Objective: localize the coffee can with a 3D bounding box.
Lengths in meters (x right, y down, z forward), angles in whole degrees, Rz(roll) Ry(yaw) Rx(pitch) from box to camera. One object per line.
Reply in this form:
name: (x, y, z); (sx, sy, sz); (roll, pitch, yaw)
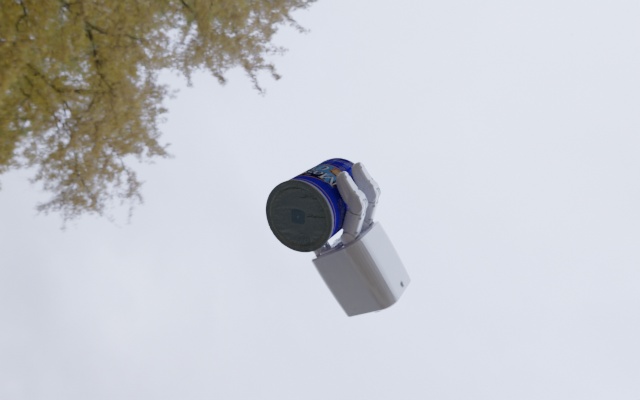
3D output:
coffee can: (0.000, 0.002, 0.697); (0.103, 0.103, 0.140); (0, 17, 28)
